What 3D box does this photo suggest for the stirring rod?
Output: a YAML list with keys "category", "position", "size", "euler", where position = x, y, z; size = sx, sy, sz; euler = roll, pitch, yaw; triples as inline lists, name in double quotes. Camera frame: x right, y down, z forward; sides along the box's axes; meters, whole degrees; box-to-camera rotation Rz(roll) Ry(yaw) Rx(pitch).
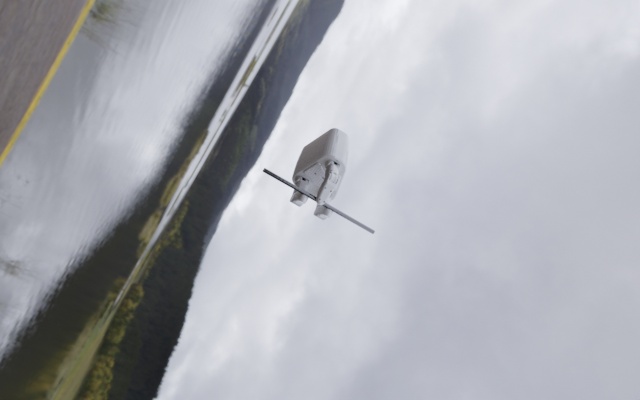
- category: "stirring rod"
  position: [0.000, 0.003, 0.876]
  size: [0.239, 0.011, 0.011]
  euler: [30, -8, -15]
